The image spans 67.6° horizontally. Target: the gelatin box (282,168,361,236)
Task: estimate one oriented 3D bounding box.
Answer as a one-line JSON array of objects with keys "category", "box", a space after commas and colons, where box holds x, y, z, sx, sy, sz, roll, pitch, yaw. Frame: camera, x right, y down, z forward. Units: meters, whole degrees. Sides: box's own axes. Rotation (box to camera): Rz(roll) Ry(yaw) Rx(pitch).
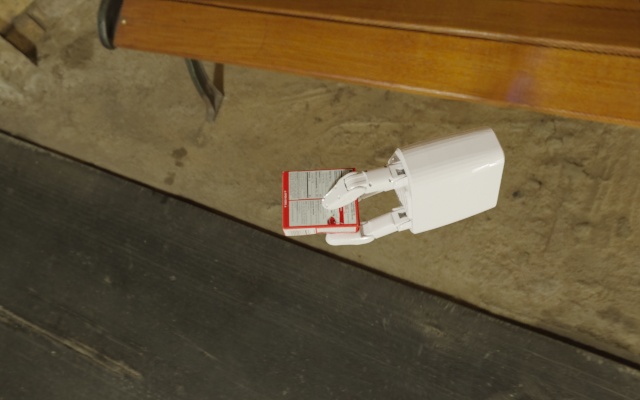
[{"category": "gelatin box", "box": [0.000, 0.002, 0.560, 0.089, 0.073, 0.030, -3, -21, 1]}]
